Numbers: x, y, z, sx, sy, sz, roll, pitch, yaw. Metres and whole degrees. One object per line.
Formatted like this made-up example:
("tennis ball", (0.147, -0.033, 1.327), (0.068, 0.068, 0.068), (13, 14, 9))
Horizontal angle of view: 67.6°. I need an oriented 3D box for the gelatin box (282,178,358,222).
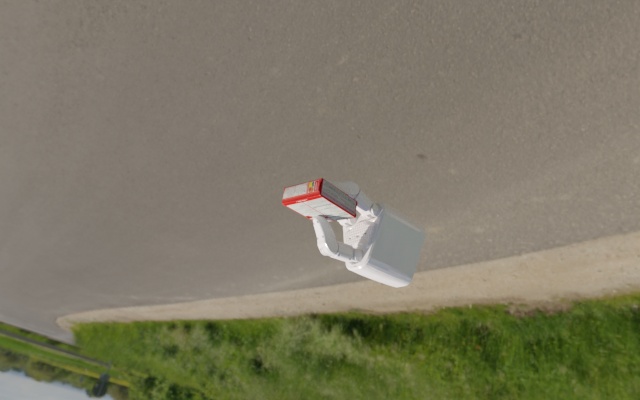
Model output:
("gelatin box", (0.000, 0.003, 0.701), (0.073, 0.030, 0.089), (-12, -29, 38))
